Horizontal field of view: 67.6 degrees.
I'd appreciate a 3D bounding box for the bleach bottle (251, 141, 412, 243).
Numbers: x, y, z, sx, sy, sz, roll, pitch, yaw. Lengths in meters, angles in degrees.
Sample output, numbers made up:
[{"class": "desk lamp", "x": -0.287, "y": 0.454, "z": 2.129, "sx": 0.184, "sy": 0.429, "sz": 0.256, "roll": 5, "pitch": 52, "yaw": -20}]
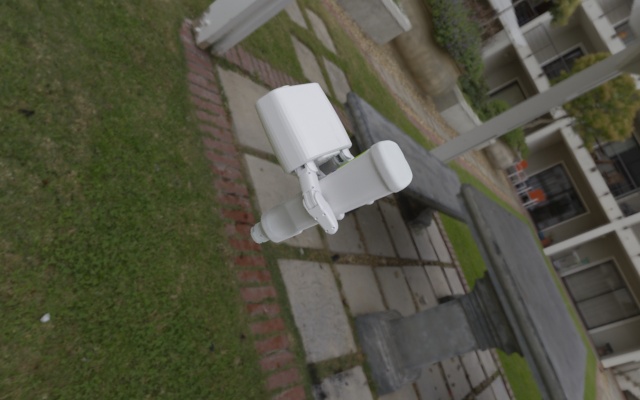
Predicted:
[{"class": "bleach bottle", "x": 0.000, "y": 0.002, "z": 0.673, "sx": 0.251, "sy": 0.068, "sz": 0.102, "roll": -27, "pitch": -1, "yaw": 24}]
